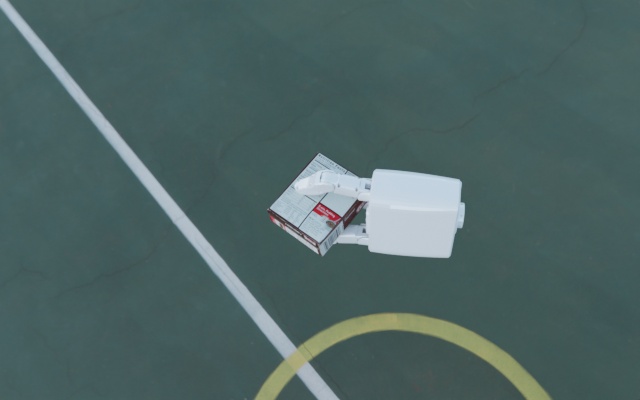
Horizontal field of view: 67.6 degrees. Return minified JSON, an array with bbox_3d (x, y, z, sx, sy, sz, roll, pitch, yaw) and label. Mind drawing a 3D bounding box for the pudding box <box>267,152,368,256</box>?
[{"bbox_3d":[0.000,0.002,0.628,0.090,0.113,0.039,33,-22,21],"label":"pudding box"}]
